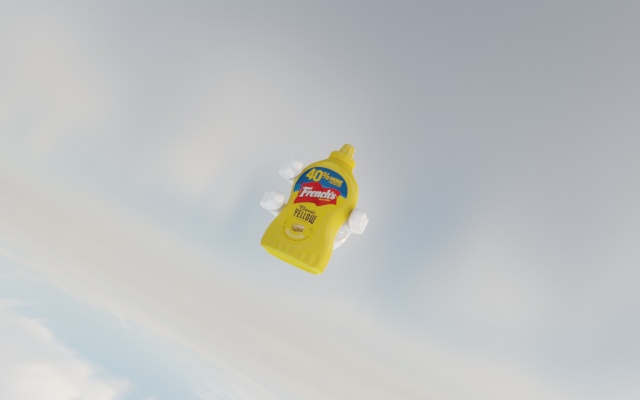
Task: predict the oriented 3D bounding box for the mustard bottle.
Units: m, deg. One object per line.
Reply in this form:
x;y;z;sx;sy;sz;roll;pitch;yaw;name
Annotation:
0.000;0.002;0.678;0.096;0.191;0.058;21;-18;24;mustard bottle
